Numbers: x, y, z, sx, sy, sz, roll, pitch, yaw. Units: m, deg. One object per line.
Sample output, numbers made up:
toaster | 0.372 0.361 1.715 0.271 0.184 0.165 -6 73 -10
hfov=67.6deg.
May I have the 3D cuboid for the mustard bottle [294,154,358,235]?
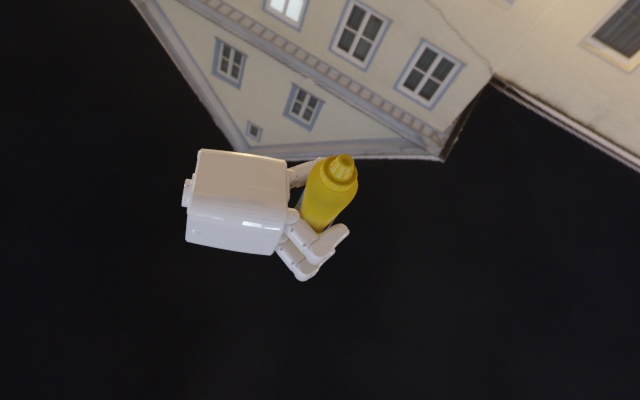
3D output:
mustard bottle | 0.000 0.002 0.585 0.058 0.096 0.192 30 -33 0
